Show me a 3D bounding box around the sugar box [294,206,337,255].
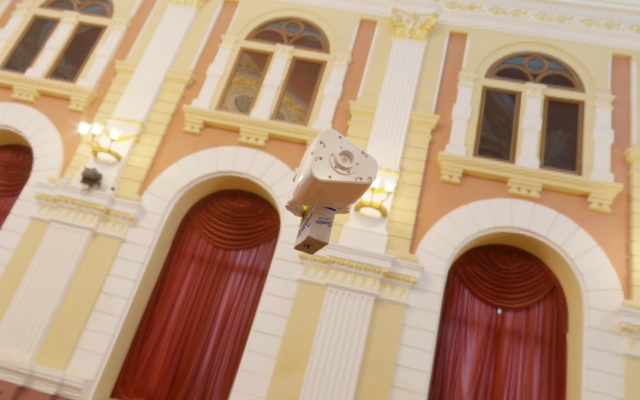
[{"bbox_3d":[0.000,0.003,0.869,0.048,0.176,0.093,21,-24,-12],"label":"sugar box"}]
